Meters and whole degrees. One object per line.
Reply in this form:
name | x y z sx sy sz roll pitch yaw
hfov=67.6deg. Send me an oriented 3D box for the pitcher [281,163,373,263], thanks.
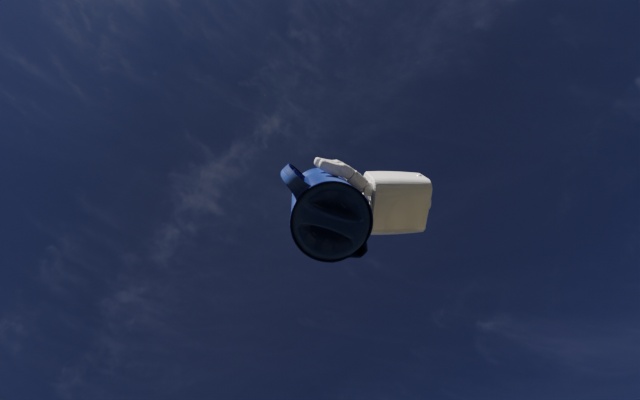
pitcher | 0.000 0.003 0.858 0.145 0.149 0.242 -1 12 -6
